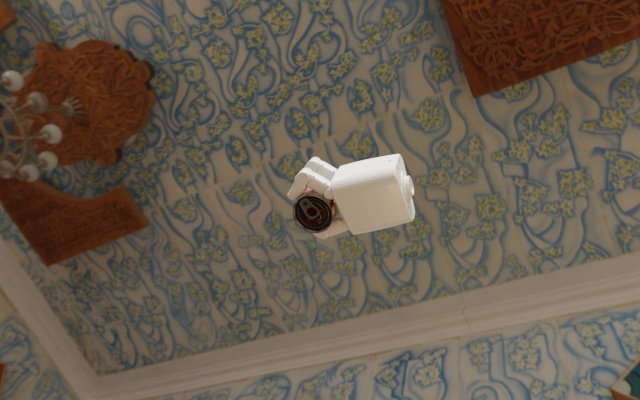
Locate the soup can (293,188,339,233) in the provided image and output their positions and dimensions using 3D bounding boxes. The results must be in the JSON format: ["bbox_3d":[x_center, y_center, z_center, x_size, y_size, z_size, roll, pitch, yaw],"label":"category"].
[{"bbox_3d":[0.000,0.003,0.813,0.068,0.068,0.102,0,23,16],"label":"soup can"}]
